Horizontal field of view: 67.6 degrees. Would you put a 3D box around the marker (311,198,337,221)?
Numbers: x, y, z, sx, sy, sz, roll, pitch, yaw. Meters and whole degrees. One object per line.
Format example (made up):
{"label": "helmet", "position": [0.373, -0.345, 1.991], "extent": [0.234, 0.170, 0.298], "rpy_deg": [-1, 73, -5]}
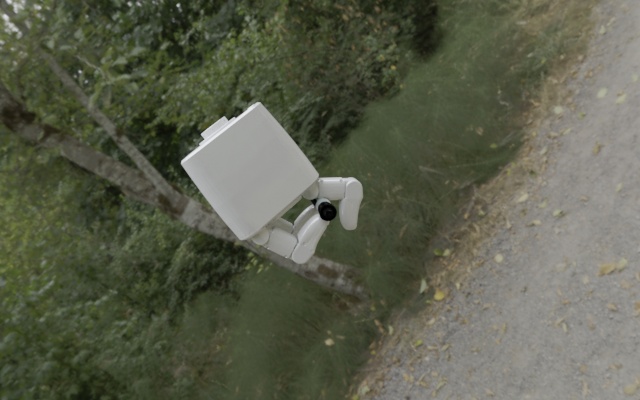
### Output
{"label": "marker", "position": [0.000, 0.002, 0.553], "extent": [0.020, 0.020, 0.121], "rpy_deg": [0, 12, -8]}
